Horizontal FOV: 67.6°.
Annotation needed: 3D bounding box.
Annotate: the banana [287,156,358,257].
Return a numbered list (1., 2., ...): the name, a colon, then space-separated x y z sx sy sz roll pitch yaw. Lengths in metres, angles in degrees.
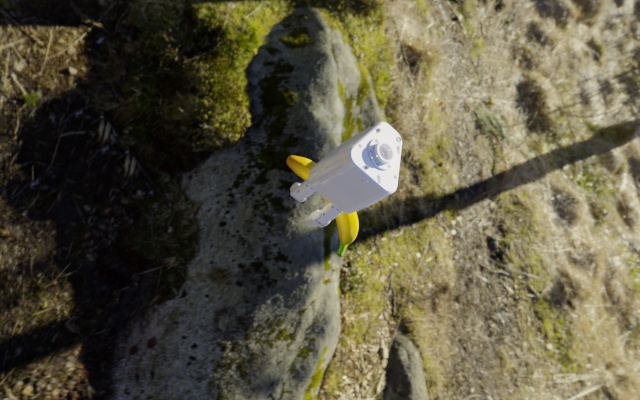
1. banana: 0.015 -0.003 0.834 0.069 0.198 0.037 -33 6 -32
